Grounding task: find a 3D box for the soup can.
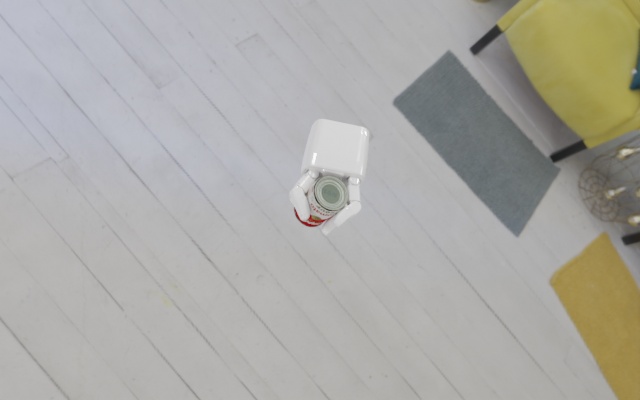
[{"bbox_3d":[0.000,0.003,0.874,0.068,0.068,0.102,0,-19,-24],"label":"soup can"}]
